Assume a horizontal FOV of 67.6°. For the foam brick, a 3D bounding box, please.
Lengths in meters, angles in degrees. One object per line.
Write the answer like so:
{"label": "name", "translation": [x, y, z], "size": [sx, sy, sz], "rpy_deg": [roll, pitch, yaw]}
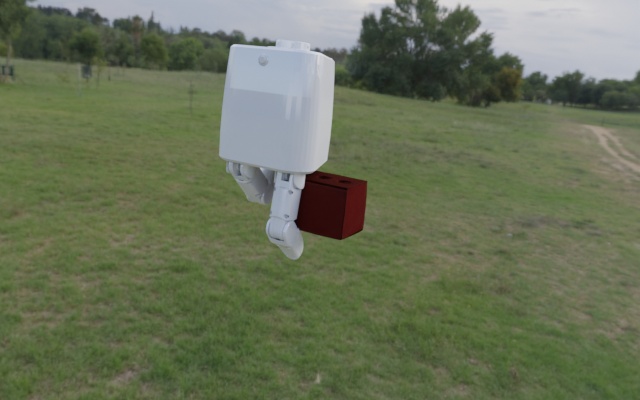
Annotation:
{"label": "foam brick", "translation": [0.000, 0.002, 0.467], "size": [0.078, 0.051, 0.053], "rpy_deg": [13, 14, 24]}
